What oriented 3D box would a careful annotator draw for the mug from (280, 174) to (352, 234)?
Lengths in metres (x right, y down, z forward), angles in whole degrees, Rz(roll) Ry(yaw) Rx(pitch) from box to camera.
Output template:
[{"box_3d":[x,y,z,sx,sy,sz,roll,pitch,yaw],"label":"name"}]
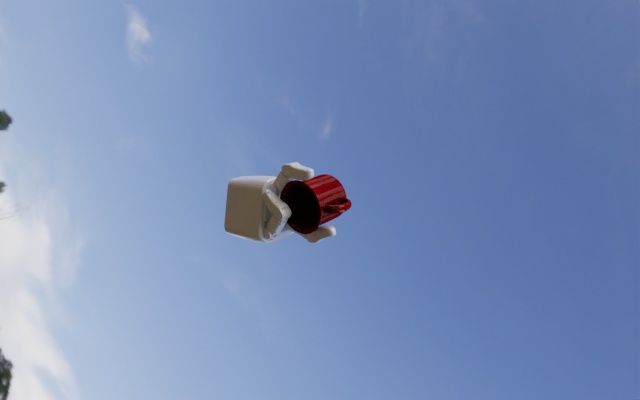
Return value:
[{"box_3d":[0.001,0.003,0.810,0.117,0.093,0.081,6,18,40],"label":"mug"}]
